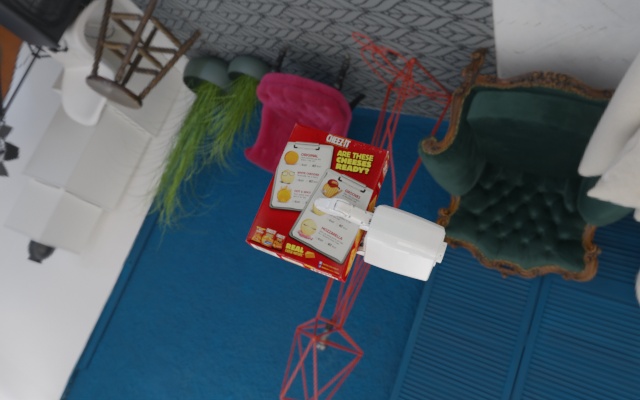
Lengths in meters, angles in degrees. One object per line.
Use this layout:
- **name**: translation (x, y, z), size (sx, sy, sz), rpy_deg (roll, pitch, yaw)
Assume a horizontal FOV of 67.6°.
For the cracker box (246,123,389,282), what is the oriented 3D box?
- **cracker box**: translation (0.000, 0.003, 0.773), size (0.164, 0.213, 0.072), rpy_deg (19, -13, 13)
